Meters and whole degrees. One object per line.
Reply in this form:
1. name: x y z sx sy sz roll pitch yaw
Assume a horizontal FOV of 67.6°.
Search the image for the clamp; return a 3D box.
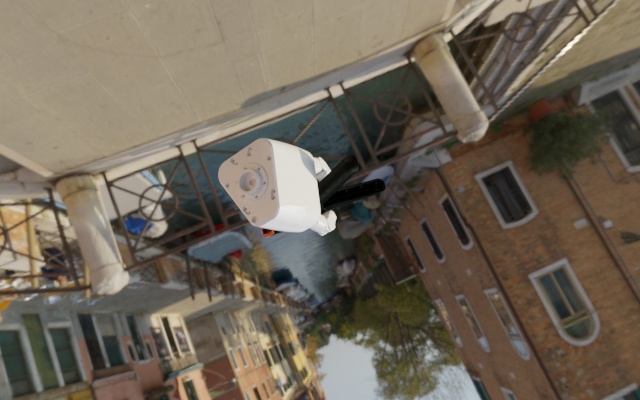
1. clamp: 0.000 0.003 0.754 0.210 0.036 0.164 -30 -21 22
